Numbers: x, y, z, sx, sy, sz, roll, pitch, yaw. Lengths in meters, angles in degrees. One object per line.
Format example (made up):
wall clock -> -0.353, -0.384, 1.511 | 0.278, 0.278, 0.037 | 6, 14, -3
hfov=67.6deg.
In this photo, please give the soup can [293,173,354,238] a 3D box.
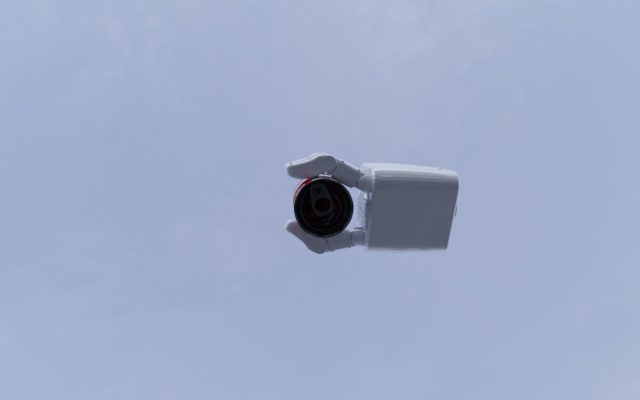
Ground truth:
soup can -> 0.000, 0.002, 0.584 | 0.068, 0.068, 0.102 | 0, 8, -4
